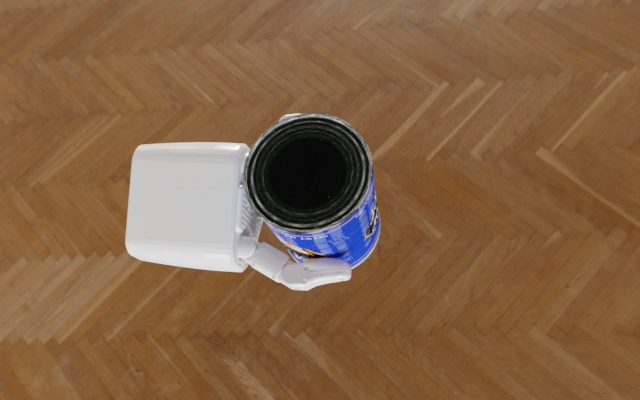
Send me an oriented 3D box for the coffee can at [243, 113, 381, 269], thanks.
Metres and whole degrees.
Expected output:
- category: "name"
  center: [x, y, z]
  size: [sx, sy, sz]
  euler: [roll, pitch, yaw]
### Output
- category: "coffee can"
  center: [0.000, 0.002, 0.432]
  size: [0.103, 0.102, 0.140]
  euler: [0, -21, 9]
